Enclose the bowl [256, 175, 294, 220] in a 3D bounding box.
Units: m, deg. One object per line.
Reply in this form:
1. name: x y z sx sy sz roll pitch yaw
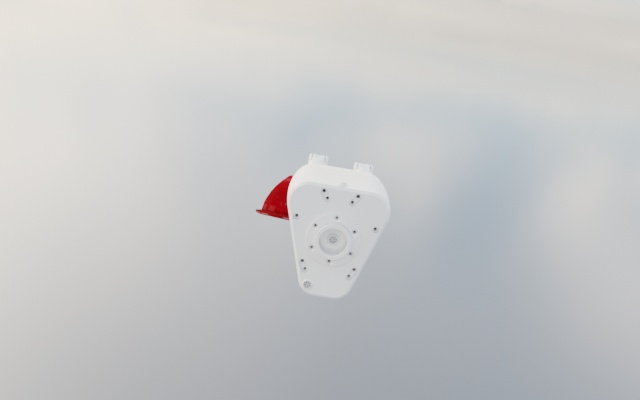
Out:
1. bowl: 0.000 0.002 0.622 0.162 0.055 0.162 10 0 0
